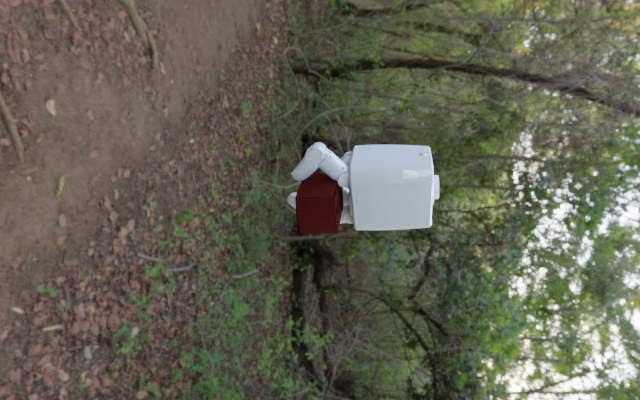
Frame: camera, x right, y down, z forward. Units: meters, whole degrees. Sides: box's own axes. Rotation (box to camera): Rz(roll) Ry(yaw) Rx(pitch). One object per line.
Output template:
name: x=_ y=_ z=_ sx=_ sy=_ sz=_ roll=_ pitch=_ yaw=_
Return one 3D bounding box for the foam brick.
foam brick: x=0.000 y=0.002 z=0.625 sx=0.051 sy=0.053 sz=0.078 roll=0 pitch=28 yaw=9
